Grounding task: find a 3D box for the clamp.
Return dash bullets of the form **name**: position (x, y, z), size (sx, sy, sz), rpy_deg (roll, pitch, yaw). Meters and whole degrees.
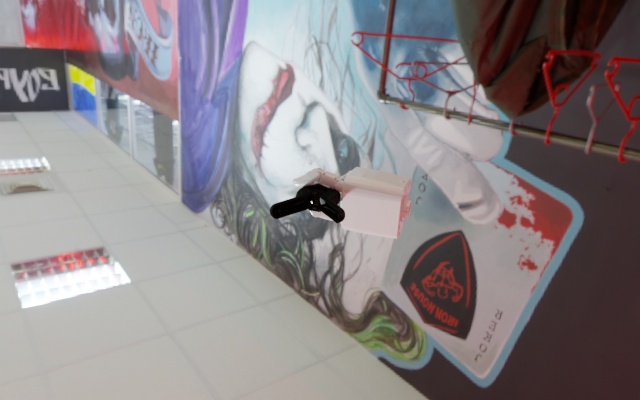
- **clamp**: position (0.000, 0.003, 0.815), size (0.120, 0.039, 0.171), rpy_deg (12, 21, 16)
